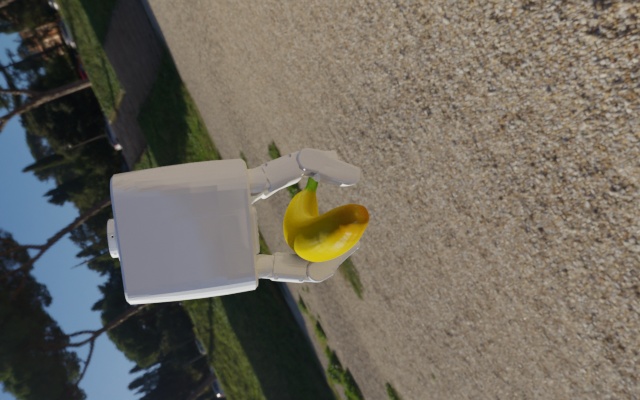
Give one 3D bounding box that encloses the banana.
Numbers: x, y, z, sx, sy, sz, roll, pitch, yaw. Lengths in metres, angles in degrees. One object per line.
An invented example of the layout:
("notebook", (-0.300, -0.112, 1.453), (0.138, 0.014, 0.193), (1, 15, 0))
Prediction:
("banana", (-0.005, 0.019, 0.418), (0.037, 0.069, 0.197), (13, 8, -15))
